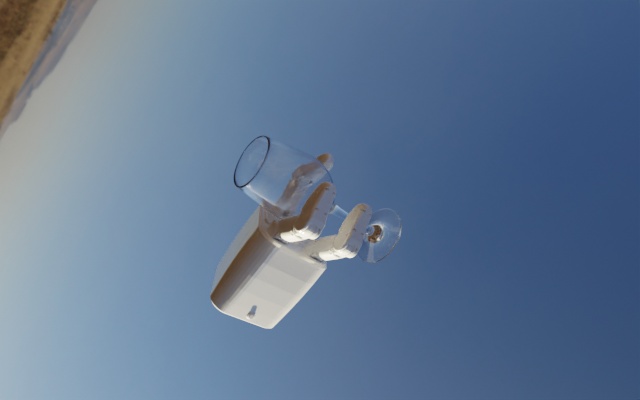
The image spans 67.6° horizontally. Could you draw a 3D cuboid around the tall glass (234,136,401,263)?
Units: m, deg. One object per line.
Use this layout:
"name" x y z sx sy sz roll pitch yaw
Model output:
"tall glass" 0.001 0.002 0.548 0.201 0.079 0.079 31 -18 -32
